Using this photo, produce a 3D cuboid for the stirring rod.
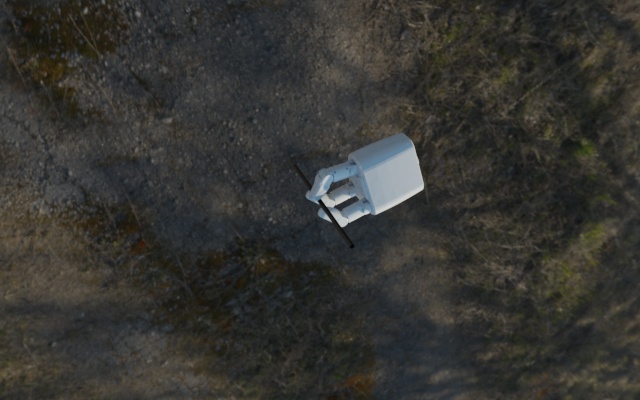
[{"bbox_3d":[0.000,0.003,0.815,0.011,0.011,0.239,0,34,-29],"label":"stirring rod"}]
